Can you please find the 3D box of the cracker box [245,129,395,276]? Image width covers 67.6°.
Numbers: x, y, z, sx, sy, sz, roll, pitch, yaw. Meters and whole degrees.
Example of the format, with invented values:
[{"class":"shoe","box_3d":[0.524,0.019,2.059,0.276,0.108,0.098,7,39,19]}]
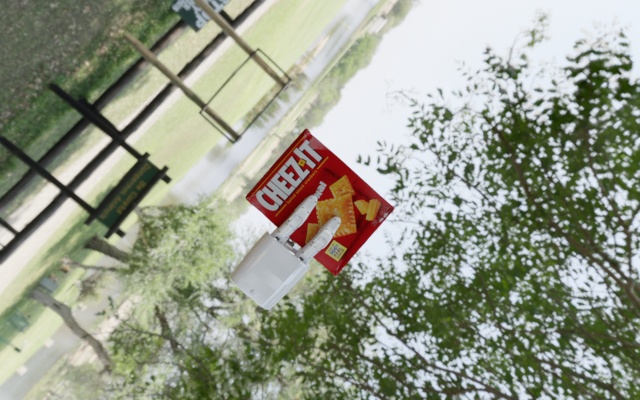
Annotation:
[{"class":"cracker box","box_3d":[0.000,0.003,0.851,0.214,0.164,0.072,41,3,-8]}]
